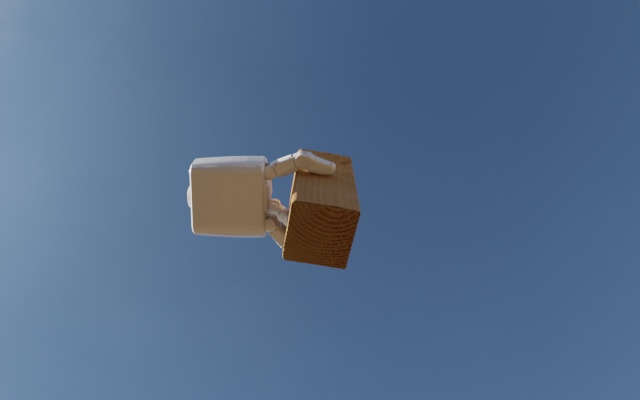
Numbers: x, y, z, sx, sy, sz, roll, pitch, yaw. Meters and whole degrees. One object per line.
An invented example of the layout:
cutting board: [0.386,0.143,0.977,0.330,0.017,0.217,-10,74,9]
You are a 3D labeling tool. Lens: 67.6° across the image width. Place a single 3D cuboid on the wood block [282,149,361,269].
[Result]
wood block: [0.000,0.003,0.708,0.090,0.091,0.206,10,25,-5]
